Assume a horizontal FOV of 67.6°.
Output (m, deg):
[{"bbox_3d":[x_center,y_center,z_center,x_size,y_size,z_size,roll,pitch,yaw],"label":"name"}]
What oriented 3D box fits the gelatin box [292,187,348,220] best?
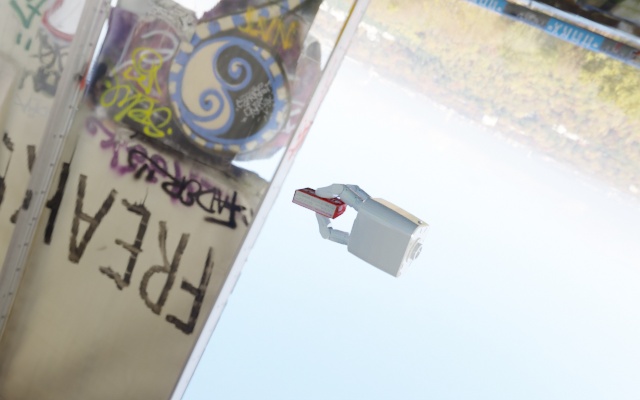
[{"bbox_3d":[0.000,0.003,0.892,0.089,0.030,0.073,21,11,14],"label":"gelatin box"}]
